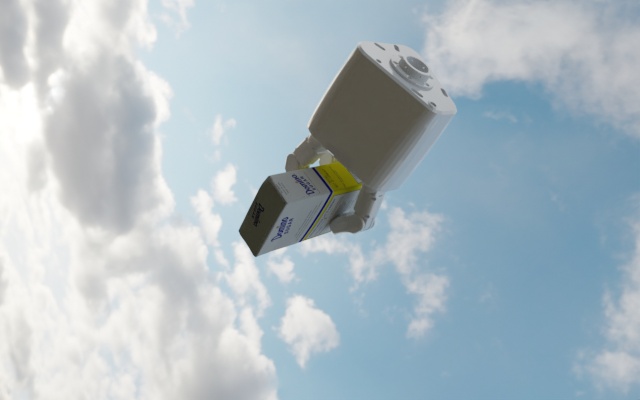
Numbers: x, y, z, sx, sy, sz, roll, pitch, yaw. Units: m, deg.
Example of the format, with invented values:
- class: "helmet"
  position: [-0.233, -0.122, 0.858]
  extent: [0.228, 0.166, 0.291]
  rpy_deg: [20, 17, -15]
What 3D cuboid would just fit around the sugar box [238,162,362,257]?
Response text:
- class: "sugar box"
  position: [0.000, 0.001, 0.548]
  extent: [0.176, 0.048, 0.093]
  rpy_deg: [-11, -34, -42]
